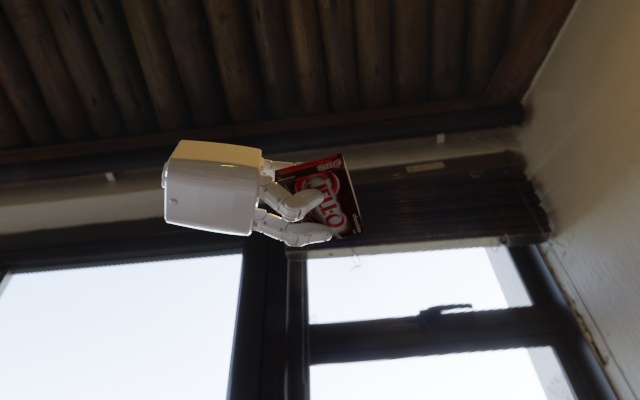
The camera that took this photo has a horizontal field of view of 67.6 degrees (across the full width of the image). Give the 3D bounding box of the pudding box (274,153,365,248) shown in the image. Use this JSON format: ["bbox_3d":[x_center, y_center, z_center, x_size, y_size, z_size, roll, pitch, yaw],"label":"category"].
[{"bbox_3d":[0.000,0.002,0.610,0.090,0.114,0.039,-14,40,9],"label":"pudding box"}]
